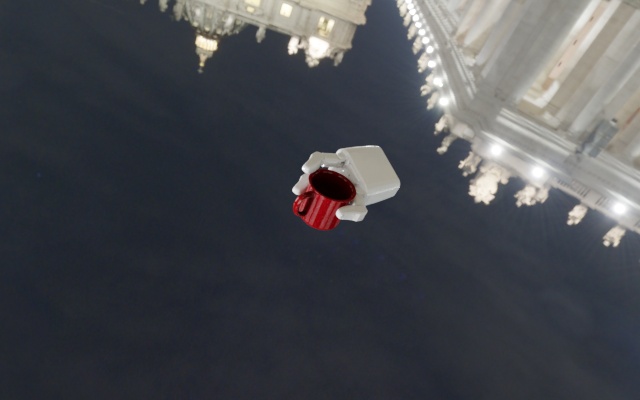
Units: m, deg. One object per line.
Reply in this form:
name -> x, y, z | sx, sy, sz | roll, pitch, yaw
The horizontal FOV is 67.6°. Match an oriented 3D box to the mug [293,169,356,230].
mug -> -0.001, 0.003, 0.885 | 0.117, 0.081, 0.093 | -13, 50, -39
